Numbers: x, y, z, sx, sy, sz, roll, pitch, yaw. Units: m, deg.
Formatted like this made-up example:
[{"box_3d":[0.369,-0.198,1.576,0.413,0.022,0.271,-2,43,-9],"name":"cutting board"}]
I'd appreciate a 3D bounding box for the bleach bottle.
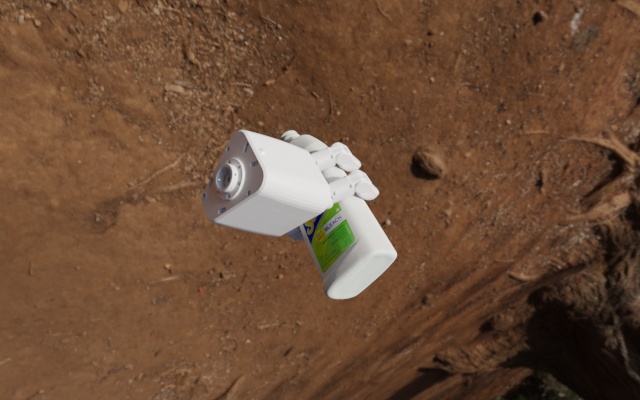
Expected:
[{"box_3d":[0.000,0.002,0.650,0.068,0.250,0.102,14,-54,-47],"name":"bleach bottle"}]
